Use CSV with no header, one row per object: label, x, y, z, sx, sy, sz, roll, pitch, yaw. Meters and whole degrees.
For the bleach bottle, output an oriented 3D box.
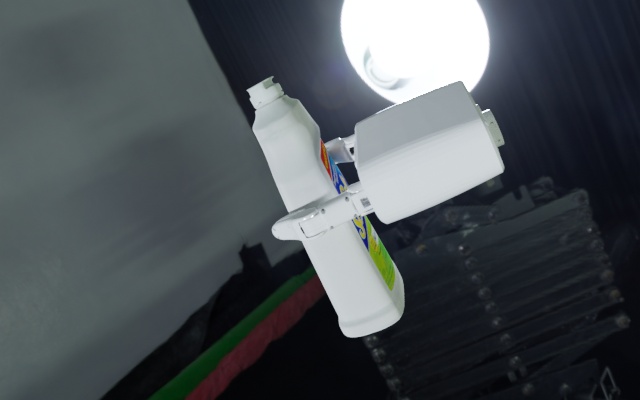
bleach bottle,0.000,0.002,0.464,0.068,0.251,0.102,-24,15,17
